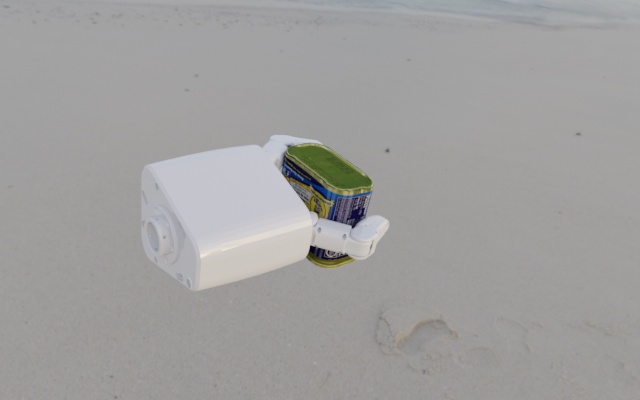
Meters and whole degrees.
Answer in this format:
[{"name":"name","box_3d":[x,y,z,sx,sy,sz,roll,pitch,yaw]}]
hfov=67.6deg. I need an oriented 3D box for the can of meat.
[{"name":"can of meat","box_3d":[0.000,0.001,0.467,0.057,0.084,0.102,-13,37,-37]}]
